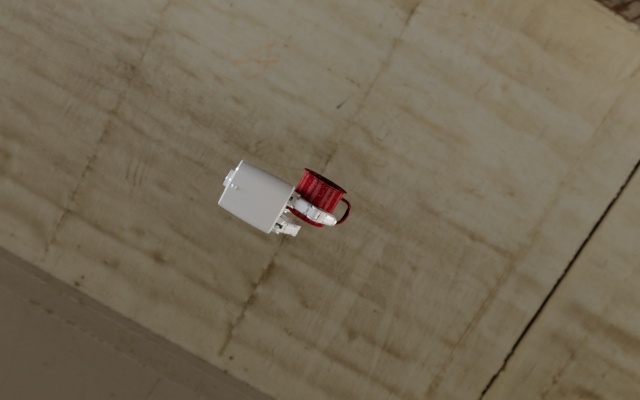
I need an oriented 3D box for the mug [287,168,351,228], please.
[{"bbox_3d":[0.001,0.004,0.896,0.117,0.081,0.093,30,8,-6],"label":"mug"}]
